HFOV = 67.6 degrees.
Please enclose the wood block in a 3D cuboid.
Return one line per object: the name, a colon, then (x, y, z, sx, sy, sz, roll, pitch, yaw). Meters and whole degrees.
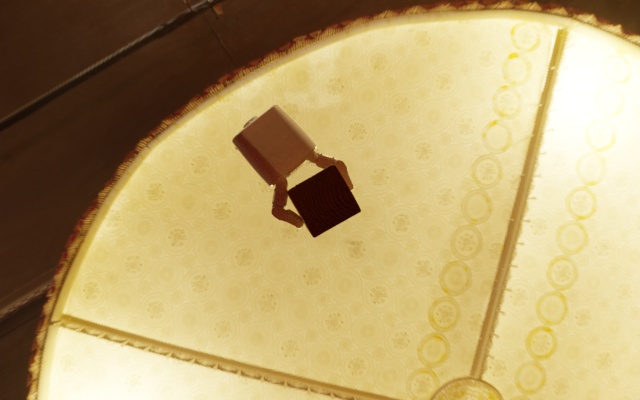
wood block: (0.000, 0.002, 0.854, 0.091, 0.090, 0.206, -30, 1, -3)
